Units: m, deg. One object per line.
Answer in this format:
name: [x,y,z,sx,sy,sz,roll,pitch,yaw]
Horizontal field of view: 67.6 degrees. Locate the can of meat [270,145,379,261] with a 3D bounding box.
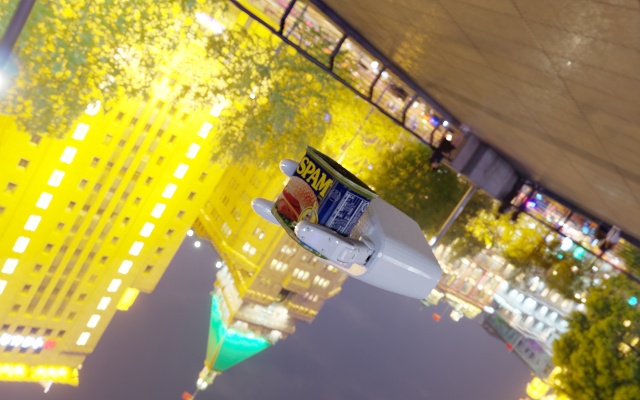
can of meat: [0.000,0.002,0.505,0.057,0.084,0.102,25,13,-36]
